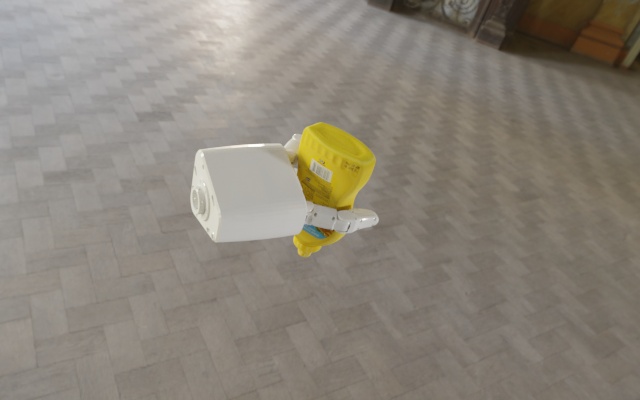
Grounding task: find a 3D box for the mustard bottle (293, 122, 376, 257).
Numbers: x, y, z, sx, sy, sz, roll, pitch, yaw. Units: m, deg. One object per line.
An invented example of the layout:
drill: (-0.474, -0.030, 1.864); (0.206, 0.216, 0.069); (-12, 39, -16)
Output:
mustard bottle: (0.000, 0.002, 0.626); (0.096, 0.192, 0.058); (34, 39, 21)
